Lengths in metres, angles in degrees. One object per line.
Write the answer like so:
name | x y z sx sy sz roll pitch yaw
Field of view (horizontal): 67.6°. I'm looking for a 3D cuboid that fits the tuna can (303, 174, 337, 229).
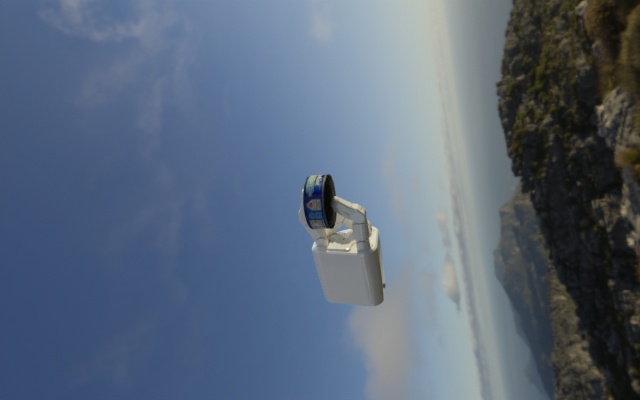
tuna can | 0.000 0.002 0.744 0.034 0.086 0.086 -3 -1 14
